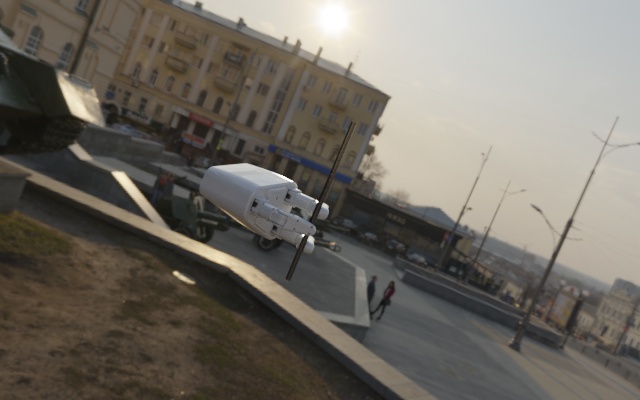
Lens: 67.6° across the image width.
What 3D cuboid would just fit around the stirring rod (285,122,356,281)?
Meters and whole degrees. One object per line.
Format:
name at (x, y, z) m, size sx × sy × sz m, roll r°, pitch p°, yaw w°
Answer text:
stirring rod at (0.000, 0.002, 0.674) m, size 0.011 × 0.239 × 0.011 m, roll 23°, pitch 3°, yaw -1°
